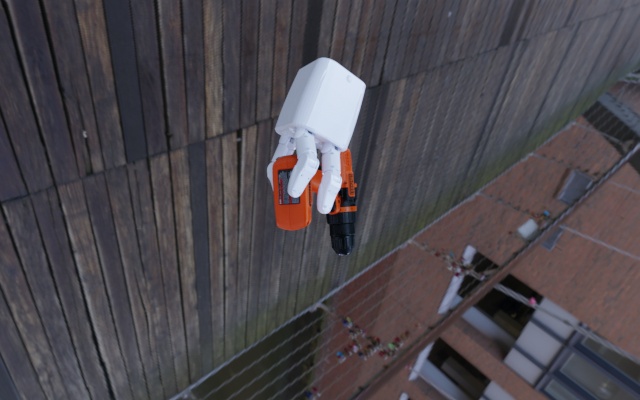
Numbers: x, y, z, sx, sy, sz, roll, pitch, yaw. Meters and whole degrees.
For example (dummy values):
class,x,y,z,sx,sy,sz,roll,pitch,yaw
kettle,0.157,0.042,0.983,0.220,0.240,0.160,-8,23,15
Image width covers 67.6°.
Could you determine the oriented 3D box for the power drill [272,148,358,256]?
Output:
class,x,y,z,sx,sy,sz,roll,pitch,yaw
power drill,0.000,0.002,0.743,0.057,0.184,0.187,-6,-2,27
